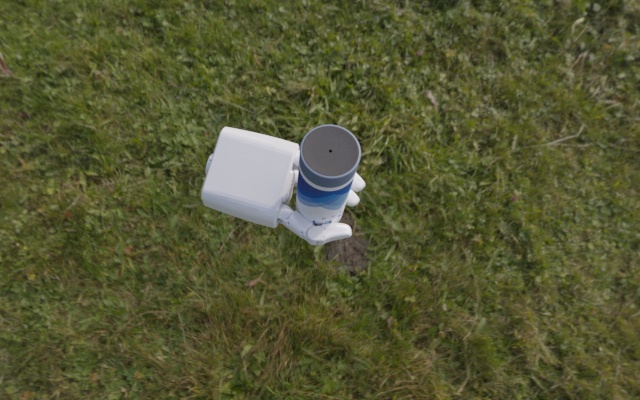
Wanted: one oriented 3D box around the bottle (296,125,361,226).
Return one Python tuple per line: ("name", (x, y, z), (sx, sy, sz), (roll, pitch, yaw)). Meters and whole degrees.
("bottle", (0.000, 0.002, 0.650), (0.069, 0.069, 0.296), (0, -22, -5))
